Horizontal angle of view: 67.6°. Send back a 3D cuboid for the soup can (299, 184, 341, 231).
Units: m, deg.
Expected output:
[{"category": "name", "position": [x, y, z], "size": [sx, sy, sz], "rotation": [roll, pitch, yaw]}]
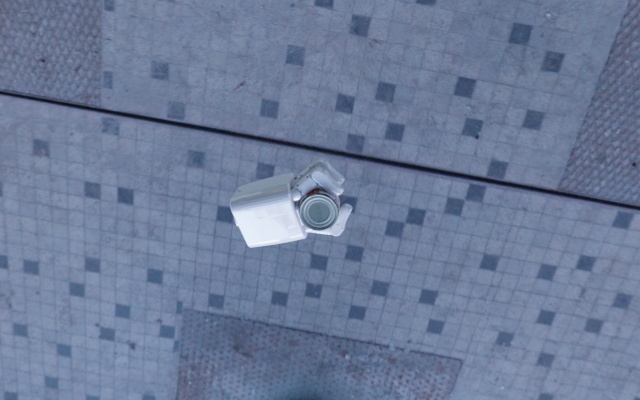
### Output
[{"category": "soup can", "position": [0.001, 0.003, 0.823], "size": [0.068, 0.068, 0.102], "rotation": [0, 20, 4]}]
